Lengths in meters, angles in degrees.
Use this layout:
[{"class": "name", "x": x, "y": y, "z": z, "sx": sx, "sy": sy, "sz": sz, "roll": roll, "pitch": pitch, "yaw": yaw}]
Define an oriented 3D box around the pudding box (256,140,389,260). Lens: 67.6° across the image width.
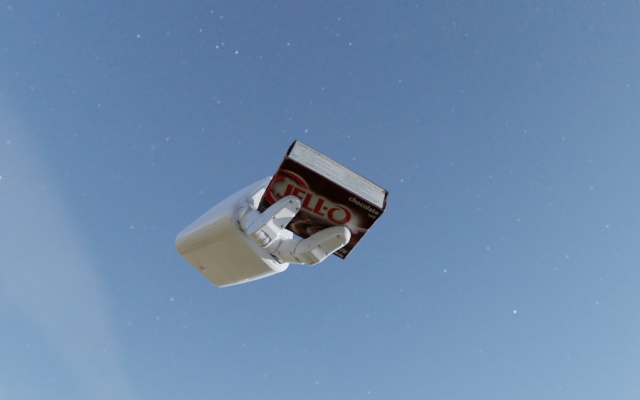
[{"class": "pudding box", "x": 0.000, "y": 0.002, "z": 0.497, "sx": 0.113, "sy": 0.039, "sz": 0.090, "roll": 27, "pitch": -46, "yaw": -7}]
